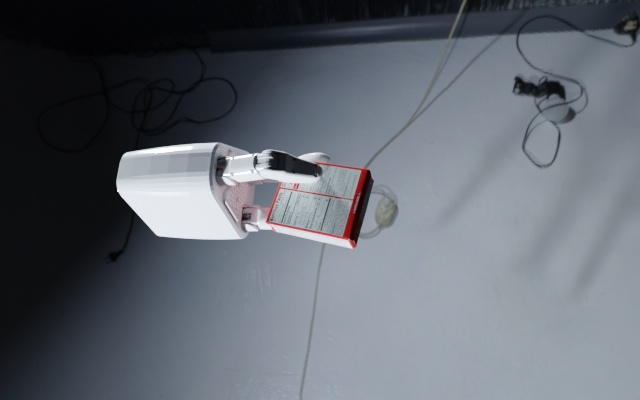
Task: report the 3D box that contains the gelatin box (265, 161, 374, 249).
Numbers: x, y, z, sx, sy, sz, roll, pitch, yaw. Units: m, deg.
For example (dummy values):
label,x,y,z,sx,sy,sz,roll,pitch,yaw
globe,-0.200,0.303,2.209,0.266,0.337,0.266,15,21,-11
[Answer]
label,x,y,z,sx,sy,sz,roll,pitch,yaw
gelatin box,0.000,0.001,0.465,0.089,0.073,0.030,10,-21,20
